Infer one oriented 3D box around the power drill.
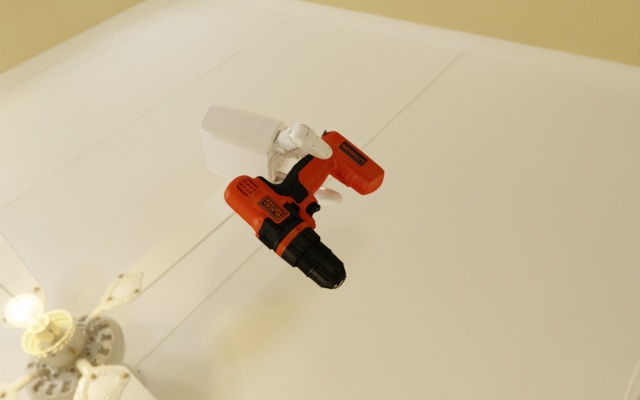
[{"bbox_3d":[0.000,0.002,0.612,0.187,0.184,0.057,-40,-14,-36],"label":"power drill"}]
